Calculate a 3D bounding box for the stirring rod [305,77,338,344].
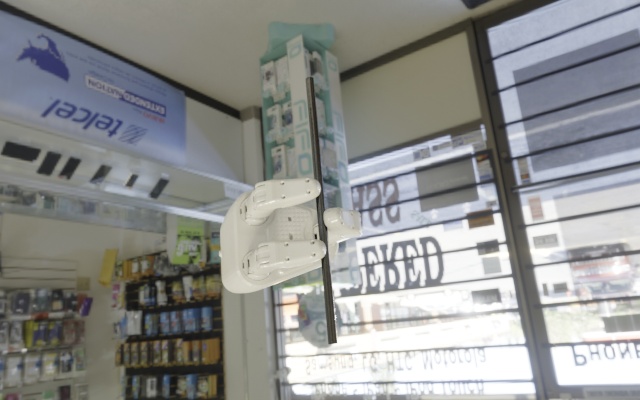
[{"bbox_3d":[0.000,0.001,0.421,0.011,0.239,0.011,-5,-14,-1],"label":"stirring rod"}]
